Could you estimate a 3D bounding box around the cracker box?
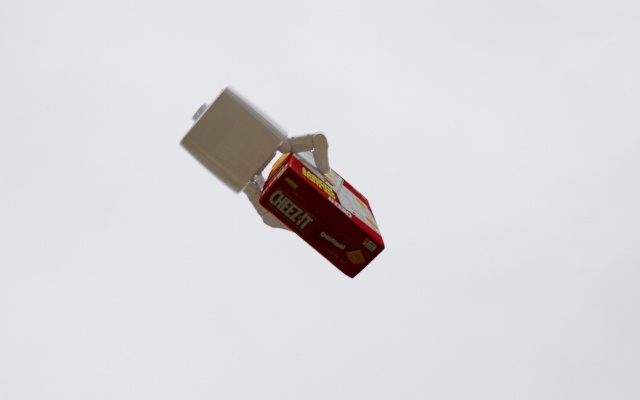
[{"bbox_3d":[0.000,0.002,0.697,0.164,0.072,0.213,40,13,-11],"label":"cracker box"}]
